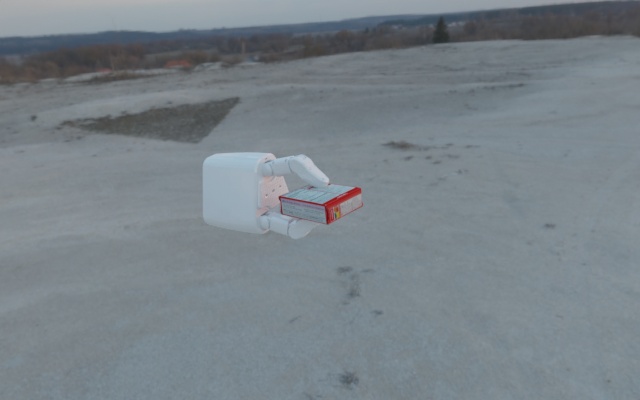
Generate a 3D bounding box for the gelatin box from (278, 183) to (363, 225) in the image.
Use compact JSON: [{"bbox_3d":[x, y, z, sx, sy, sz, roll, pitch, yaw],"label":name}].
[{"bbox_3d":[0.000,0.002,0.641,0.089,0.030,0.073,9,24,41],"label":"gelatin box"}]
